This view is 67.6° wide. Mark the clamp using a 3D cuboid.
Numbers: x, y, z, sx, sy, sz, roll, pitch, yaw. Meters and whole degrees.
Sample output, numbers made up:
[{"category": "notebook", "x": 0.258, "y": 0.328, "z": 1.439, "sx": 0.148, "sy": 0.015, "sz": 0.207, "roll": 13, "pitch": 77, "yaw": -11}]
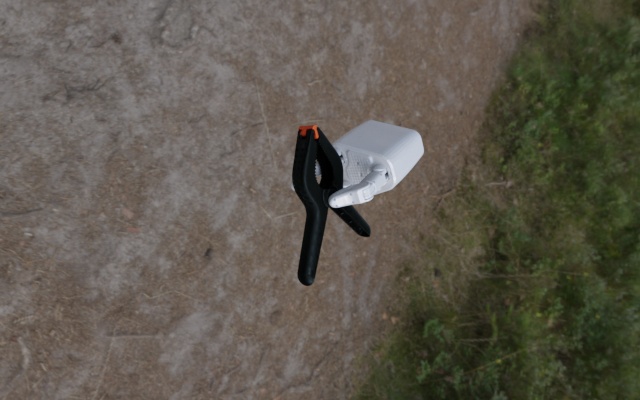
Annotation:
[{"category": "clamp", "x": 0.001, "y": 0.002, "z": 0.662, "sx": 0.036, "sy": 0.210, "sz": 0.164, "roll": 2, "pitch": 31, "yaw": 38}]
